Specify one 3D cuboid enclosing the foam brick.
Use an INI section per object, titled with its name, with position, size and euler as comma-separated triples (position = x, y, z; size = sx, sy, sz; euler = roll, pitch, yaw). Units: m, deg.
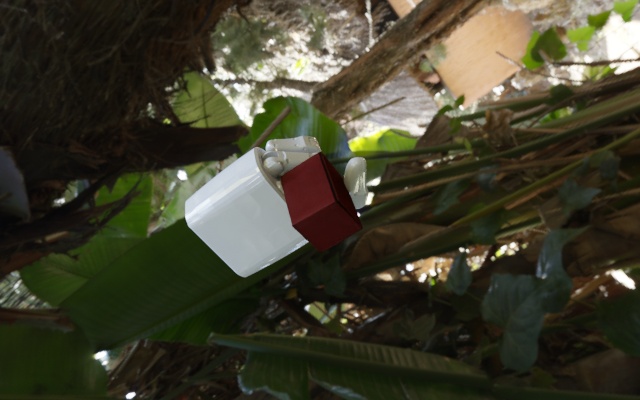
[foam brick]
position = 0.000, 0.002, 0.477
size = 0.051, 0.078, 0.053
euler = -31, -48, 12
